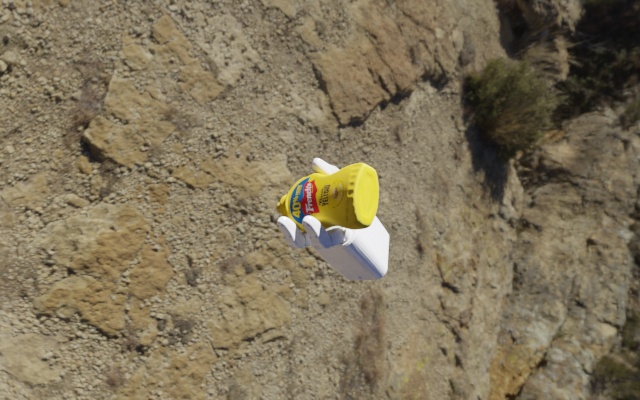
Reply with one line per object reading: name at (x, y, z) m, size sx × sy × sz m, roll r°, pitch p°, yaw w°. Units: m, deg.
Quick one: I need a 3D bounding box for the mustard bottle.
mustard bottle at (0.000, 0.002, 0.757) m, size 0.191 × 0.096 × 0.058 m, roll -9°, pitch -21°, yaw 43°
